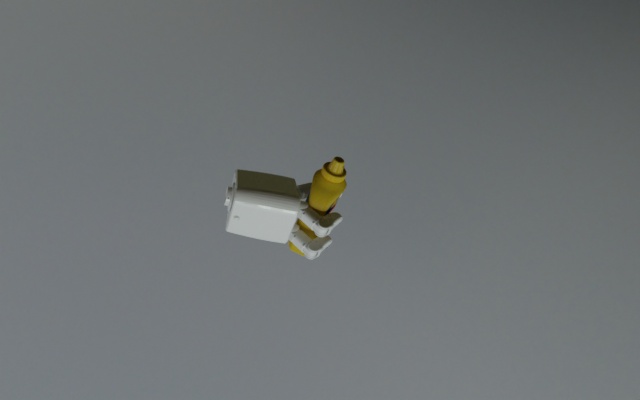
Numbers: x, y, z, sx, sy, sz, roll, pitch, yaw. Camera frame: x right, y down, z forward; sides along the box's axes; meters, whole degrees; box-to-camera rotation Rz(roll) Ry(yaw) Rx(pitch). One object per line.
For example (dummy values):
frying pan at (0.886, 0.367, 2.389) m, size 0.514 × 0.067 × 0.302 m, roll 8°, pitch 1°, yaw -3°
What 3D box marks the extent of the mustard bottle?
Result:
mustard bottle at (0.000, 0.003, 0.827) m, size 0.058 × 0.192 × 0.096 m, roll 27°, pitch 39°, yaw 5°
